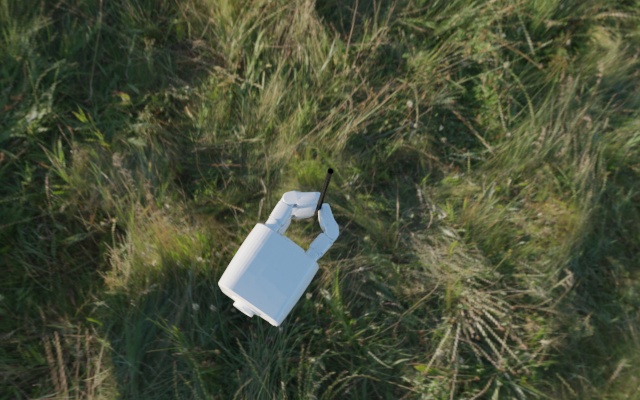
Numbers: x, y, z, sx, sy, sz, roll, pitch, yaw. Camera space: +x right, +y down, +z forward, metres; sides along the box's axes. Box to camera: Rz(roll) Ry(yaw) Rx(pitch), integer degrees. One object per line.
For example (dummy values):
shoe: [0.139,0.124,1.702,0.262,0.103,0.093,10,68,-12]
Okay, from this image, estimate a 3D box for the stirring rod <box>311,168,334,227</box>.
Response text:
stirring rod: [0.000,0.002,0.716,0.011,0.011,0.240,0,-19,-6]
